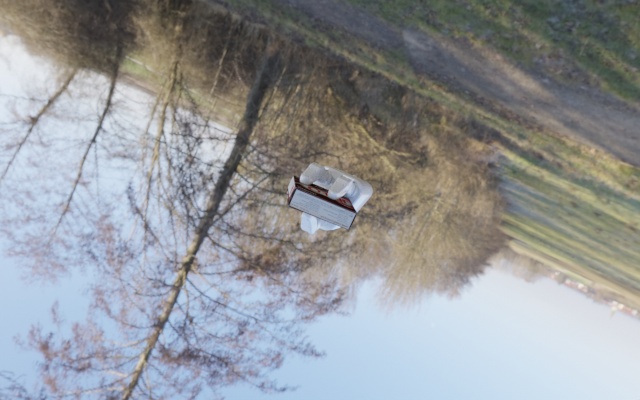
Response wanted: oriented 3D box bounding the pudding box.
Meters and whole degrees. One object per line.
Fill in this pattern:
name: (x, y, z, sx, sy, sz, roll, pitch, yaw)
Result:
pudding box: (0.000, 0.003, 0.803, 0.113, 0.039, 0.090, 20, 11, -10)
